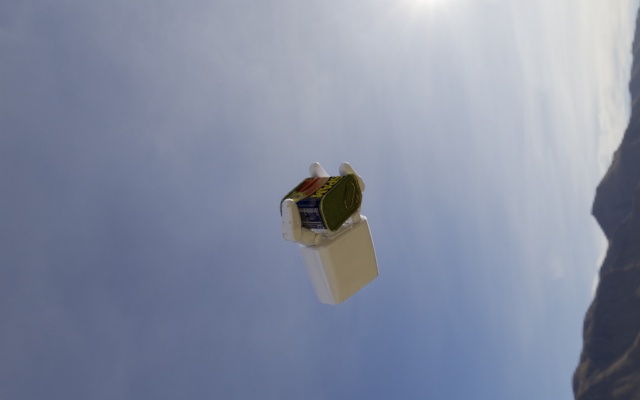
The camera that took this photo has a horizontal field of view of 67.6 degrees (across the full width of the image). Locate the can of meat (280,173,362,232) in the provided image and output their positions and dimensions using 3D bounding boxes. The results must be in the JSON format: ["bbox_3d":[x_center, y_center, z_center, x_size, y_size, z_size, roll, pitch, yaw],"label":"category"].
[{"bbox_3d":[0.000,0.002,0.716,0.084,0.057,0.102,-1,28,37],"label":"can of meat"}]
